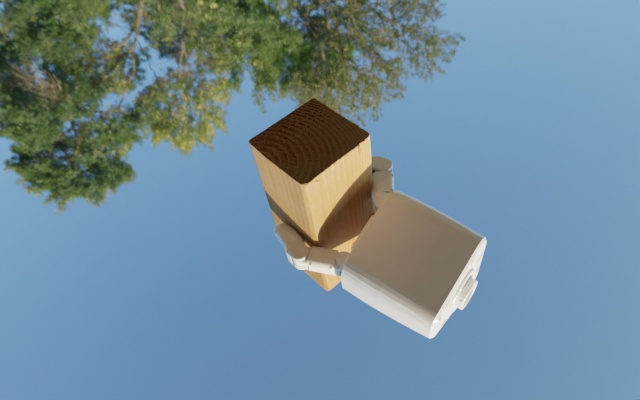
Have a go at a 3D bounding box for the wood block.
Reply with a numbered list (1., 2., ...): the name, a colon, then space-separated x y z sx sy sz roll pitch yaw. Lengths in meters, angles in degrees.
1. wood block: 0.000 0.002 0.548 0.091 0.206 0.090 -38 56 -21
